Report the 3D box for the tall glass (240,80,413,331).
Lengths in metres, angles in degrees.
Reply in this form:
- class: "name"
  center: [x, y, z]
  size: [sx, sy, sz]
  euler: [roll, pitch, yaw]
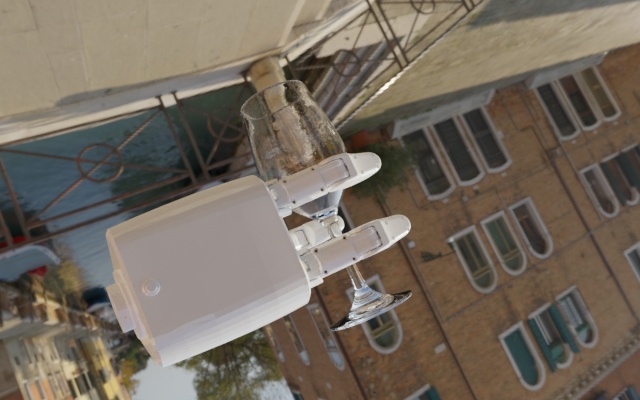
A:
- class: "tall glass"
  center: [0.000, 0.002, 0.404]
  size: [0.079, 0.201, 0.079]
  euler: [-24, -7, -3]
